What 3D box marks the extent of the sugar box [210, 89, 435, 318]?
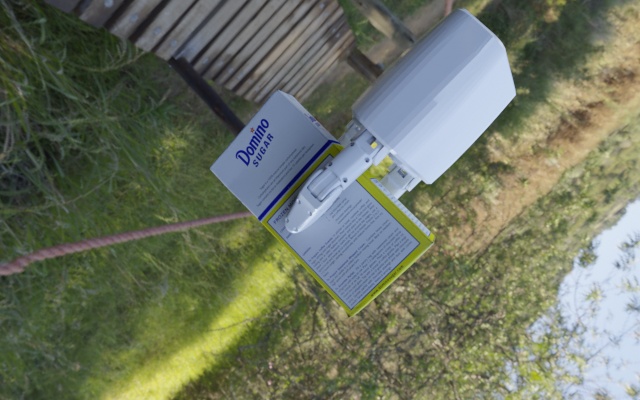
[{"bbox_3d":[0.000,0.001,0.402,0.093,0.176,0.048,-46,-11,13],"label":"sugar box"}]
